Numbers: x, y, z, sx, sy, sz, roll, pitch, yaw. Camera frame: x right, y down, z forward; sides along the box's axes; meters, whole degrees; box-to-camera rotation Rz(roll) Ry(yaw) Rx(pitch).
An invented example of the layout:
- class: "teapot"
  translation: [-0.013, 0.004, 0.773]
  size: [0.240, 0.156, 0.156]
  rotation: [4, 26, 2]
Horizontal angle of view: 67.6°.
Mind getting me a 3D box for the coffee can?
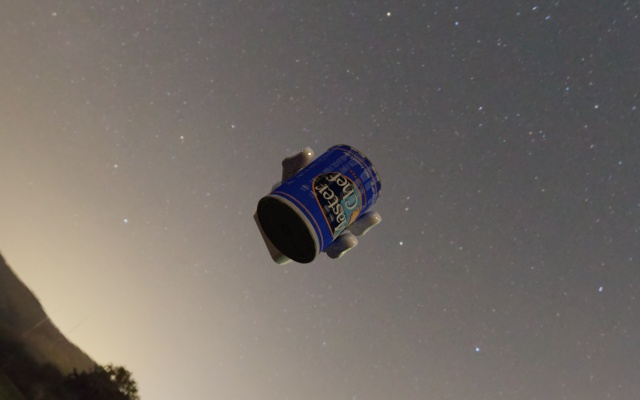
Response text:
- class: "coffee can"
  translation: [0.000, 0.002, 0.640]
  size: [0.103, 0.103, 0.140]
  rotation: [0, 32, 49]
